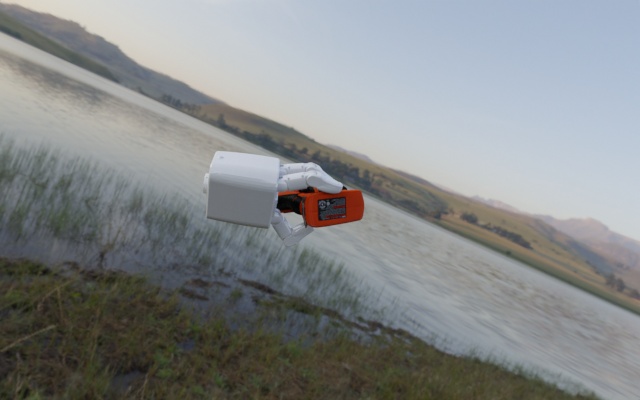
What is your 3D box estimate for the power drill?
[{"bbox_3d":[0.000,0.003,0.854,0.184,0.057,0.187,-9,8,-25],"label":"power drill"}]
